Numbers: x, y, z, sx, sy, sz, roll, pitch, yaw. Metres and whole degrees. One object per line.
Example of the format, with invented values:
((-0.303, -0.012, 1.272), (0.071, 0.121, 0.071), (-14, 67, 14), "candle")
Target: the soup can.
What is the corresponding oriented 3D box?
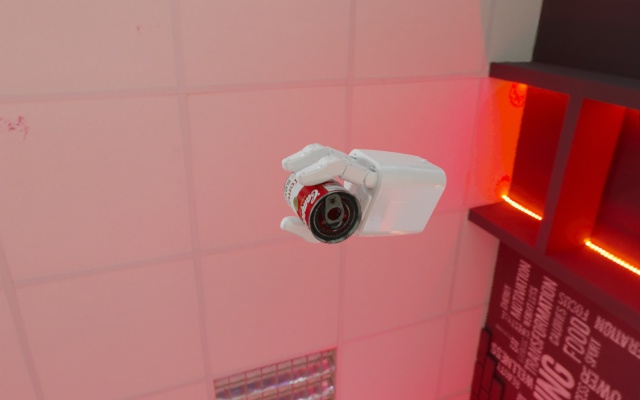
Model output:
((0.000, 0.002, 0.602), (0.068, 0.068, 0.102), (0, 22, -23), "soup can")
